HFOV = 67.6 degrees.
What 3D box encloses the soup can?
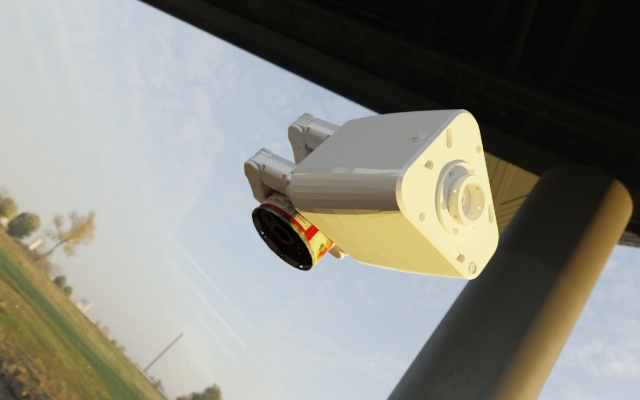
[{"bbox_3d":[0.000,0.001,0.413,0.102,0.068,0.068,-44,25,-28],"label":"soup can"}]
